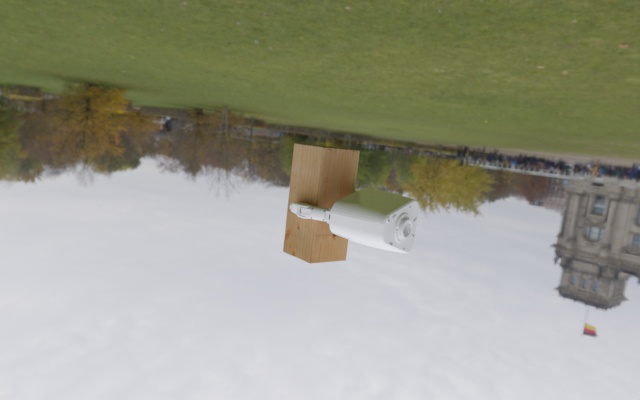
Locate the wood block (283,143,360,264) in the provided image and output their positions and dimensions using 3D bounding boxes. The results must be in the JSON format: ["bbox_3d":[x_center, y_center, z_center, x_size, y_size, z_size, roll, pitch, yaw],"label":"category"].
[{"bbox_3d":[0.000,0.003,0.885,0.091,0.206,0.090,1,9,-39],"label":"wood block"}]
